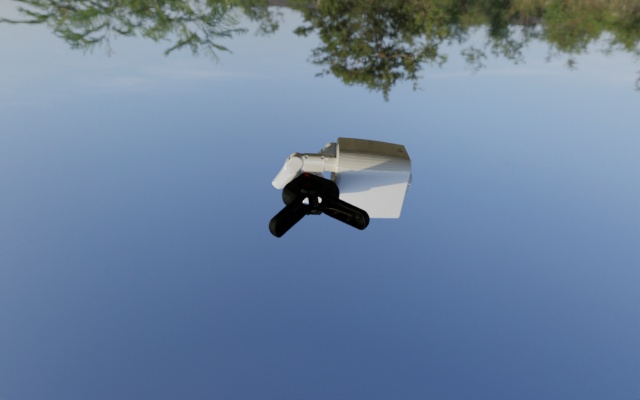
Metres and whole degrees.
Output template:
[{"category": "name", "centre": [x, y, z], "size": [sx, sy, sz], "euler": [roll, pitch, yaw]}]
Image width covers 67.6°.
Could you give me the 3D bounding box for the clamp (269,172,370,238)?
[{"category": "clamp", "centre": [0.000, 0.003, 0.631], "size": [0.120, 0.039, 0.171], "euler": [4, 25, -1]}]
